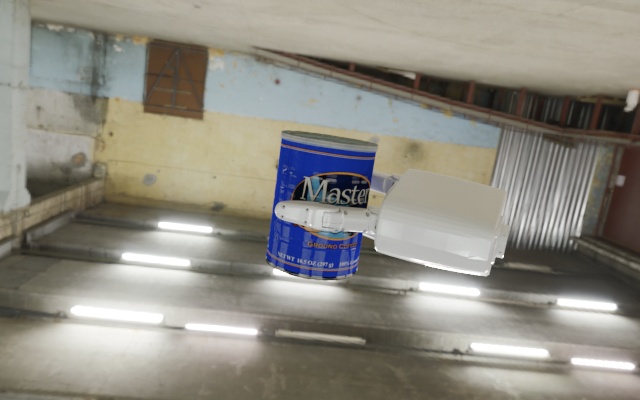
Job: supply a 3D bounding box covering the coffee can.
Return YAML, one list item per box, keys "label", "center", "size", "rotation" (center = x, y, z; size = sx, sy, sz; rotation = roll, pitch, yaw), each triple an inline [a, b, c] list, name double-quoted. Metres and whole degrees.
- label: "coffee can"
  center: [0.000, 0.002, 0.513]
  size: [0.103, 0.140, 0.103]
  rotation: [8, 11, -2]
